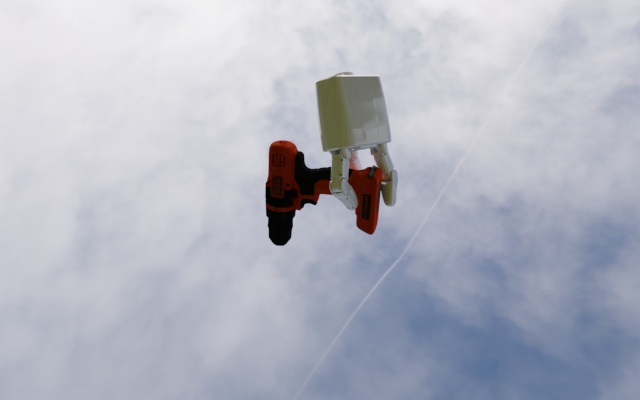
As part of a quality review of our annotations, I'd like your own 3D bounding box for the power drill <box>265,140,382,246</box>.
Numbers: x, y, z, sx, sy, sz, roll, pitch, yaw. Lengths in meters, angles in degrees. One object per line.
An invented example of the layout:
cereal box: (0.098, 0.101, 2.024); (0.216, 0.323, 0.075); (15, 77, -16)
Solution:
power drill: (0.001, 0.002, 0.771); (0.187, 0.184, 0.057); (8, 26, 11)
